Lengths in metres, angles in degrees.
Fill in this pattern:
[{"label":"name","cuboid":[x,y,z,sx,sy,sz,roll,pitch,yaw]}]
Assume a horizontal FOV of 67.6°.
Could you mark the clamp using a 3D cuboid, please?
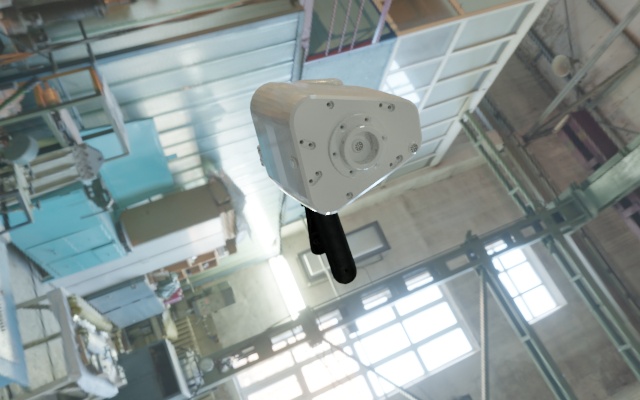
[{"label":"clamp","cuboid":[0.001,0.001,0.496,0.039,0.171,0.120,-20,23,-16]}]
